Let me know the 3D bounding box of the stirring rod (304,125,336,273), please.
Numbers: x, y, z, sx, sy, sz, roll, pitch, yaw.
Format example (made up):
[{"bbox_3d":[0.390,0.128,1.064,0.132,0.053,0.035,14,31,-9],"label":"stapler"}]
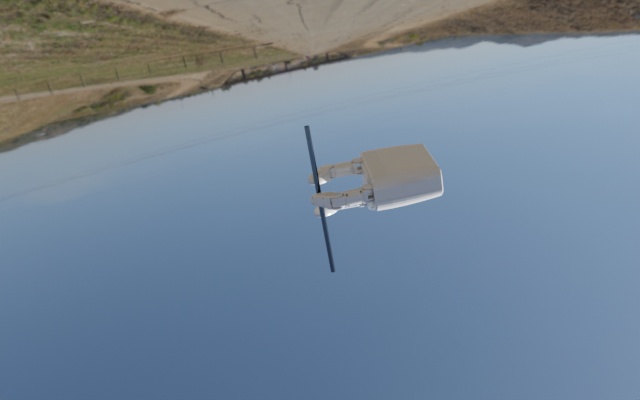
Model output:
[{"bbox_3d":[0.000,0.002,0.746,0.011,0.239,0.011,-10,17,3],"label":"stirring rod"}]
